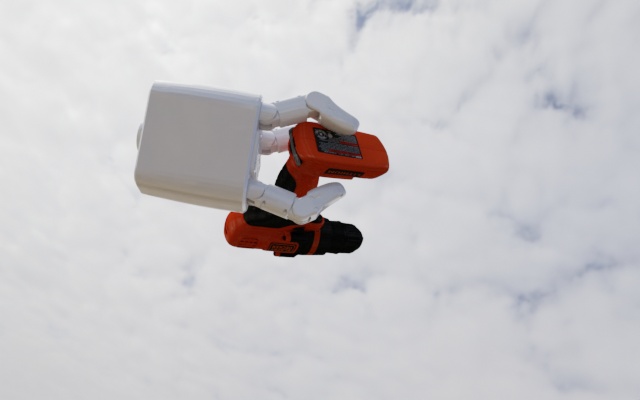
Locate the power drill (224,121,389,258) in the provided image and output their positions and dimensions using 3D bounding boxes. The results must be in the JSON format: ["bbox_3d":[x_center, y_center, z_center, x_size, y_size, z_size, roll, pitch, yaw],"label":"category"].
[{"bbox_3d":[0.000,0.001,0.548,0.184,0.057,0.188,6,-41,-27],"label":"power drill"}]
